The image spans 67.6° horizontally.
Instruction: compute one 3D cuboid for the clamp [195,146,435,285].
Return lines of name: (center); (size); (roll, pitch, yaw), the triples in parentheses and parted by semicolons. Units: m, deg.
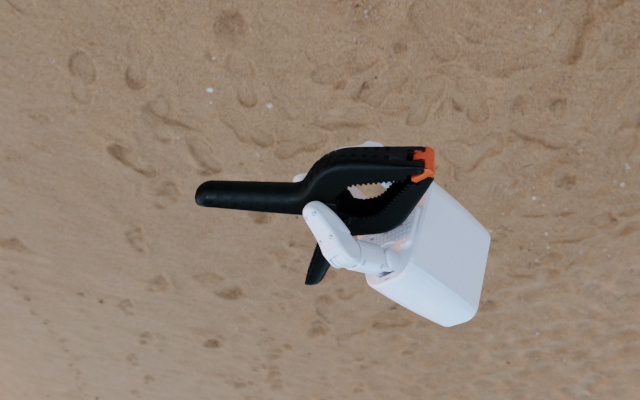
clamp: (0.000, 0.002, 0.417); (0.164, 0.036, 0.210); (35, -46, -26)
